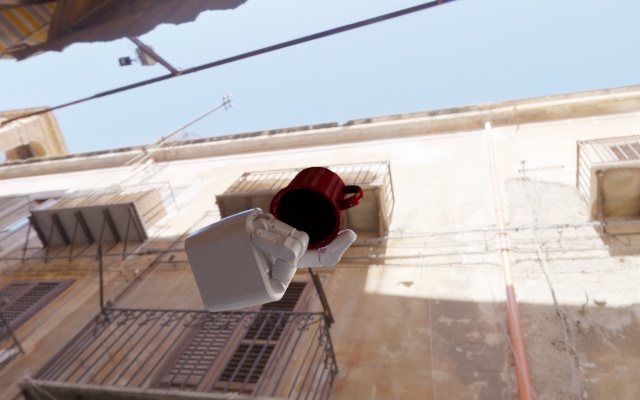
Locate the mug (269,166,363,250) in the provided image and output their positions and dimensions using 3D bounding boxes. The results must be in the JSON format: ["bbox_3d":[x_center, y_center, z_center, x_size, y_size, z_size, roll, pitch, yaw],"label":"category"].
[{"bbox_3d":[0.001,0.002,0.627,0.117,0.093,0.081,-16,20,22],"label":"mug"}]
